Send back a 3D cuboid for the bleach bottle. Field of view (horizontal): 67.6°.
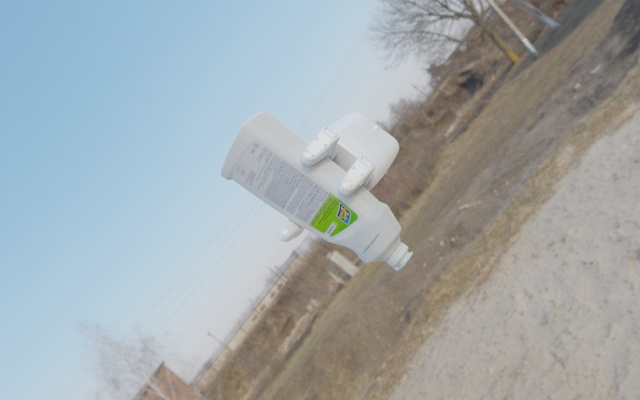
[{"bbox_3d":[0.000,0.002,0.589,0.251,0.103,0.068,38,39,5],"label":"bleach bottle"}]
